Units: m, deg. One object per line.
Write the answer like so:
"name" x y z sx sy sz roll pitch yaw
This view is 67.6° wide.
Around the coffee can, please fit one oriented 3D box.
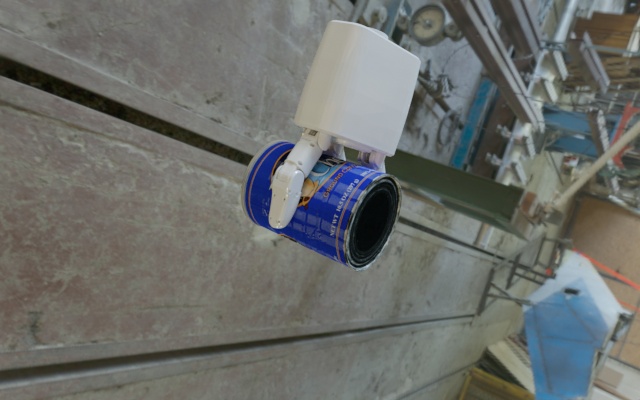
"coffee can" 0.000 0.002 0.510 0.140 0.103 0.103 22 12 32
